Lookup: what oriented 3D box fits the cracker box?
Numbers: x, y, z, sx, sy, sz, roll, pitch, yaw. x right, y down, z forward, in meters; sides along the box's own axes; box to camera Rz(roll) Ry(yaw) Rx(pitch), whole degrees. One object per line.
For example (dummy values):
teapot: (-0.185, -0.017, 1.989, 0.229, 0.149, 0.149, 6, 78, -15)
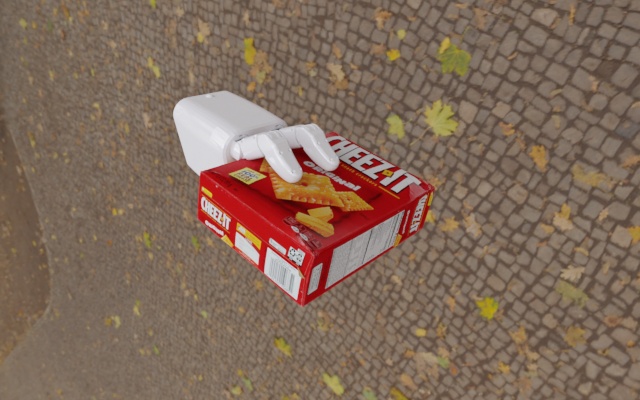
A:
cracker box: (0.000, 0.002, 0.530, 0.164, 0.072, 0.213, 34, 39, 29)
